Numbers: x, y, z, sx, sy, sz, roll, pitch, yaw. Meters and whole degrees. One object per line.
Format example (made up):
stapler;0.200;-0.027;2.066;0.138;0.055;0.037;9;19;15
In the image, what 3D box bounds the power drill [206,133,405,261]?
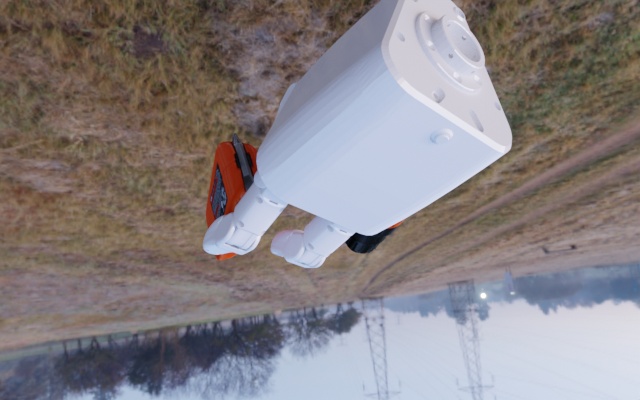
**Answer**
power drill;0.000;0.001;0.414;0.187;0.057;0.185;-8;-34;-24
